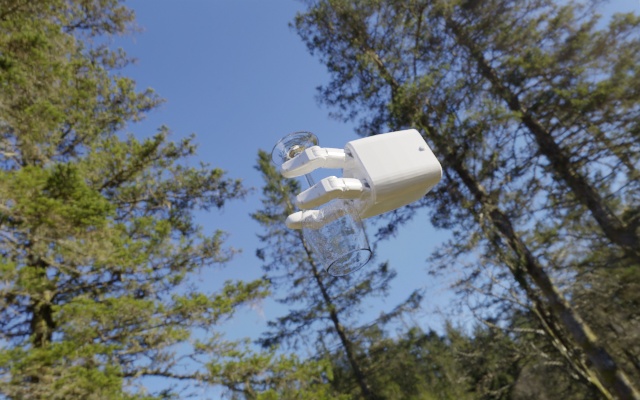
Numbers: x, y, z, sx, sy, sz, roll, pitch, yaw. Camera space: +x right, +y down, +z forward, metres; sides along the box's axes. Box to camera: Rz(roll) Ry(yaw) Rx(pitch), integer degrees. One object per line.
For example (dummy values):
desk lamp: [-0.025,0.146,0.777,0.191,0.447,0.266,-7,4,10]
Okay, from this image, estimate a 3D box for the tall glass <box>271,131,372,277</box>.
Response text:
tall glass: [0.000,0.002,0.646,0.079,0.201,0.079,-18,-32,-12]
